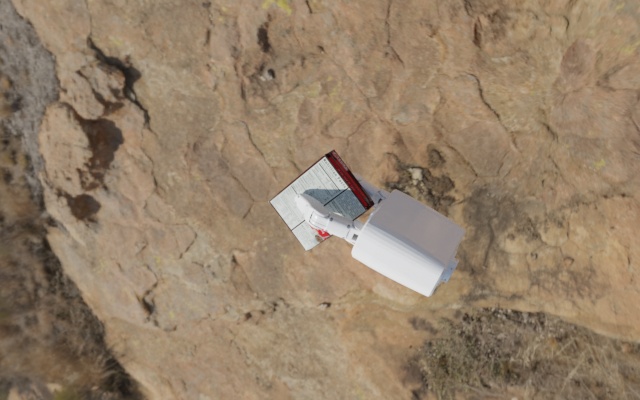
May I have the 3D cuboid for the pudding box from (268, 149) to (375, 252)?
[{"bbox_3d":[0.000,0.002,0.626,0.113,0.090,0.039,-37,-1,26],"label":"pudding box"}]
